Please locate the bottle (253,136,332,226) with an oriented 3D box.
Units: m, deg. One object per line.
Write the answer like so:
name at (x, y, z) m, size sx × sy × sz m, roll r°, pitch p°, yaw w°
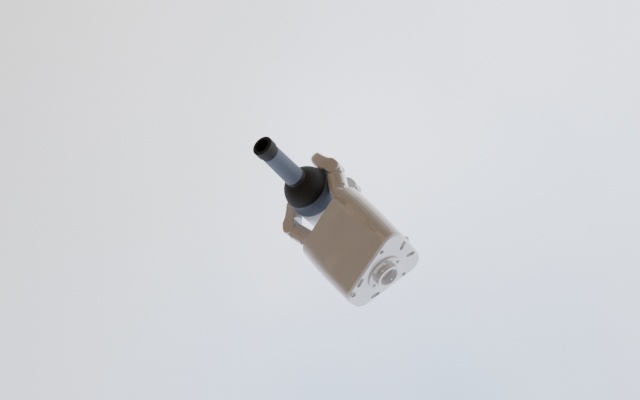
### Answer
bottle at (0.000, 0.002, 0.692) m, size 0.069 × 0.069 × 0.296 m, roll 0°, pitch -28°, yaw 34°
